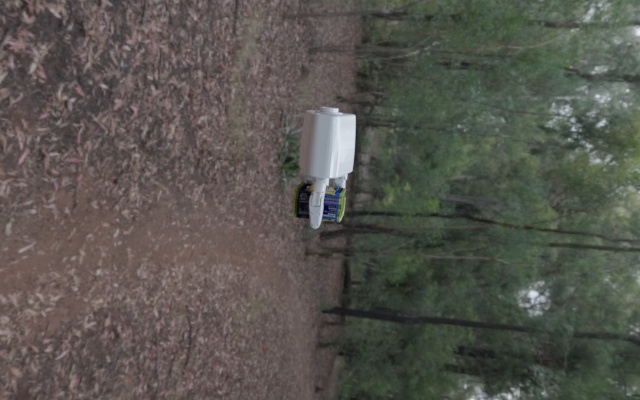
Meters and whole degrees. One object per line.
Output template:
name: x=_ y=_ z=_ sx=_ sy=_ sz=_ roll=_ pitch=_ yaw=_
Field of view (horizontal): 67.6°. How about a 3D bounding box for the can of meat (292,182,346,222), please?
can of meat: x=0.000 y=0.003 z=0.860 sx=0.084 sy=0.057 sz=0.102 roll=6 pitch=11 yaw=6
